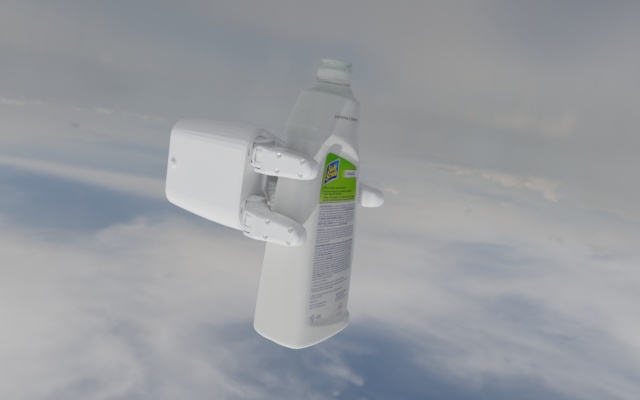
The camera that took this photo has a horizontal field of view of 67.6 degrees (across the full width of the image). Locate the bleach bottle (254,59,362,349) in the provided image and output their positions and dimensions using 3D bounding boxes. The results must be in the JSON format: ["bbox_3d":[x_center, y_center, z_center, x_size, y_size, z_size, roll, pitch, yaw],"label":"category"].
[{"bbox_3d":[0.000,0.002,0.442,0.068,0.251,0.102,15,11,31],"label":"bleach bottle"}]
